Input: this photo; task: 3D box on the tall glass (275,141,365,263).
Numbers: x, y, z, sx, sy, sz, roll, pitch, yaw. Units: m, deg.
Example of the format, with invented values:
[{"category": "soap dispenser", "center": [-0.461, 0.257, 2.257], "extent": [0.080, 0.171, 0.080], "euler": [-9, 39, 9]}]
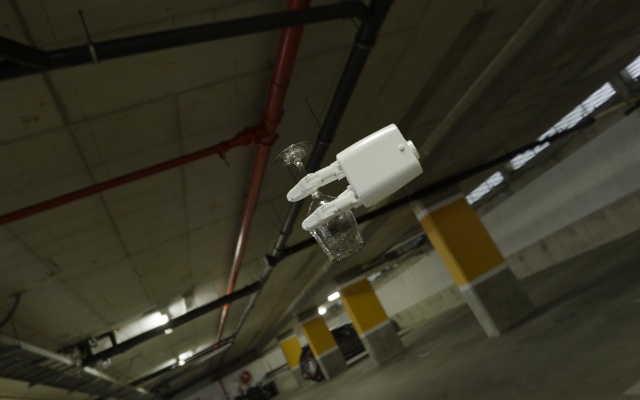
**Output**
[{"category": "tall glass", "center": [0.000, 0.002, 0.805], "extent": [0.079, 0.201, 0.079], "euler": [-27, -15, -8]}]
